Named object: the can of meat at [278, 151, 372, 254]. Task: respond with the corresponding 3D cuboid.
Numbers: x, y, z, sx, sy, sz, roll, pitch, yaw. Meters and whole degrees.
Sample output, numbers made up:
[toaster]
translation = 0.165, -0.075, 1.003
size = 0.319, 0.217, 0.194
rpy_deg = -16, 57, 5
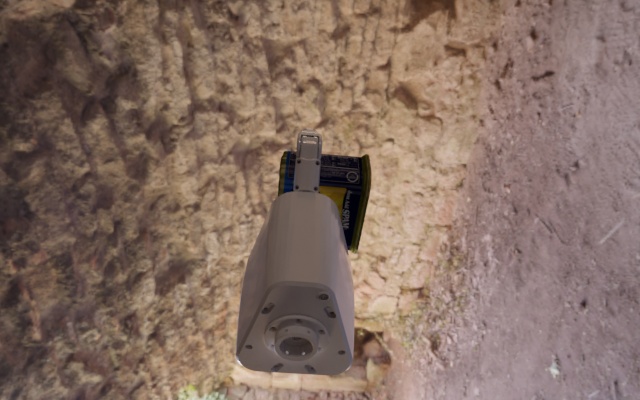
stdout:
[can of meat]
translation = 0.000, 0.001, 0.472
size = 0.084, 0.102, 0.057
rpy_deg = 5, 39, -3
